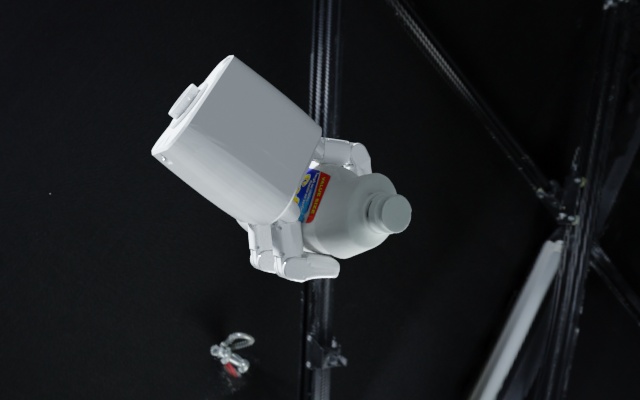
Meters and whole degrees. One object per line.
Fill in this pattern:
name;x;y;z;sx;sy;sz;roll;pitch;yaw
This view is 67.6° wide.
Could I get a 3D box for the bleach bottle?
bleach bottle;0.000;0.002;0.469;0.068;0.102;0.251;39;-17;-24
